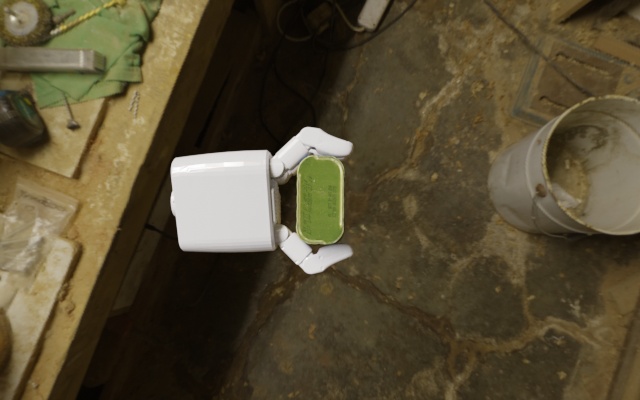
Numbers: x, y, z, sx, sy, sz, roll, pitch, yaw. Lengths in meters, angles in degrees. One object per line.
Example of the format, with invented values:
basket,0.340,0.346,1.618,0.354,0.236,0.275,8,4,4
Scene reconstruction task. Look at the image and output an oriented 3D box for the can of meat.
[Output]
can of meat,0.000,0.002,0.548,0.057,0.102,0.084,0,-4,1
